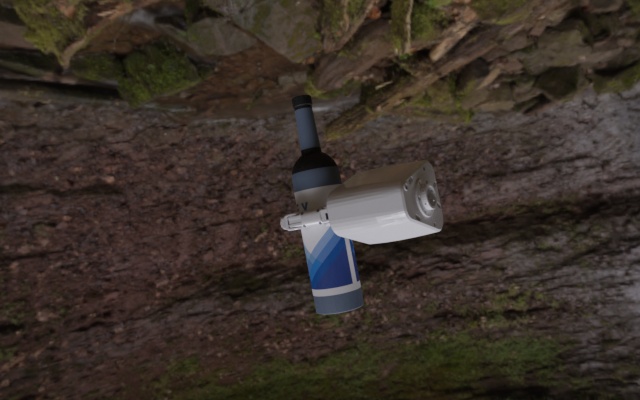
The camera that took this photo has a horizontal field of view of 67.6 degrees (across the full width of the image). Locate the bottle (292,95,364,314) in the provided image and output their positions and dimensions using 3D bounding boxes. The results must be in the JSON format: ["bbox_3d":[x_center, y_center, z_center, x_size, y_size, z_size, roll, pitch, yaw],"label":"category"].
[{"bbox_3d":[0.000,0.002,0.656,0.069,0.295,0.069,-10,-2,0],"label":"bottle"}]
